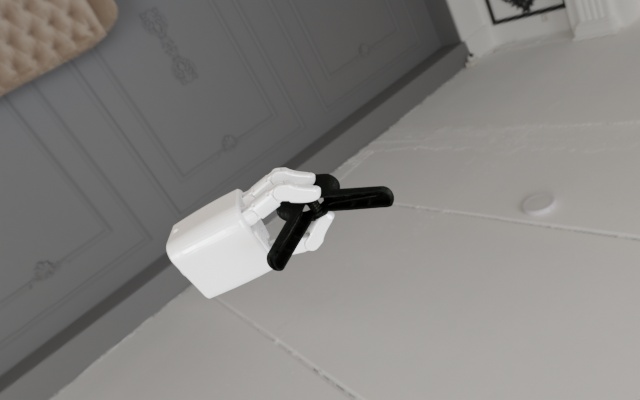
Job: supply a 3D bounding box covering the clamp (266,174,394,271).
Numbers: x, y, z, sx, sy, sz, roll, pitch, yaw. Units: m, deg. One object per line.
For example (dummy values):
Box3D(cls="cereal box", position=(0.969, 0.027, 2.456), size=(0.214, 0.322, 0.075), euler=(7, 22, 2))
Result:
Box3D(cls="clamp", position=(0.000, 0.003, 0.627), size=(0.164, 0.036, 0.210), euler=(-27, 23, 2))
